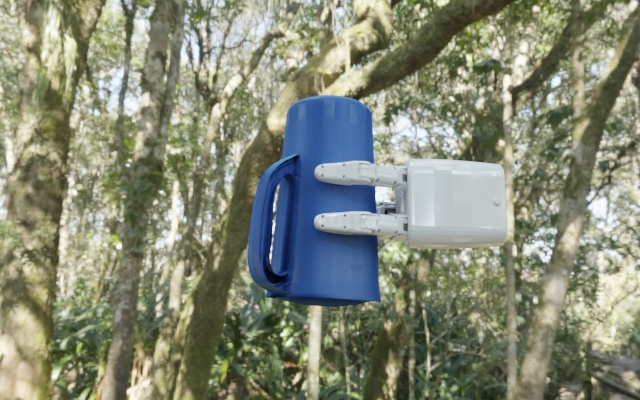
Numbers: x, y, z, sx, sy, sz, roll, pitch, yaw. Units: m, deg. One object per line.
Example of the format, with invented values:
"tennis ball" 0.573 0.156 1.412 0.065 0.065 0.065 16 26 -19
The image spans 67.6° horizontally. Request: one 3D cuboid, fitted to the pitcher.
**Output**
"pitcher" 0.000 0.002 0.569 0.145 0.242 0.149 1 -12 2
